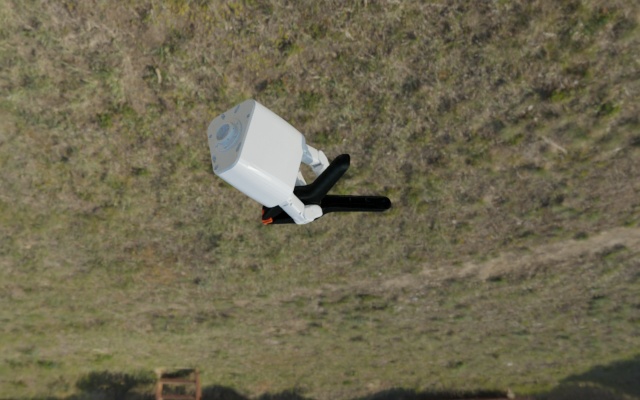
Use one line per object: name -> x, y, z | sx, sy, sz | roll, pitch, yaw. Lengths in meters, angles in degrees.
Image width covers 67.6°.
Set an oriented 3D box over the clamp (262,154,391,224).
clamp -> 0.000, 0.003, 0.769 | 0.210, 0.036, 0.165 | -21, -36, 30
